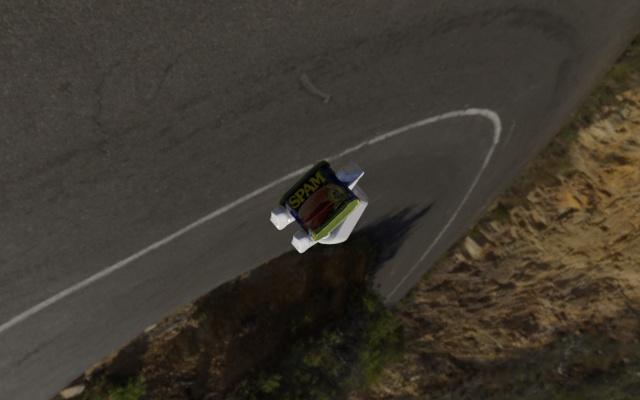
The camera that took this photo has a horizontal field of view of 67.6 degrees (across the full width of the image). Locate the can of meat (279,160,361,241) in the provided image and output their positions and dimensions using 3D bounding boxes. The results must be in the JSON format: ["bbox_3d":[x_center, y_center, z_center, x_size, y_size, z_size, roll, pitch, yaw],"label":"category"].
[{"bbox_3d":[0.000,0.003,0.753,0.102,0.084,0.057,-43,-16,7],"label":"can of meat"}]
